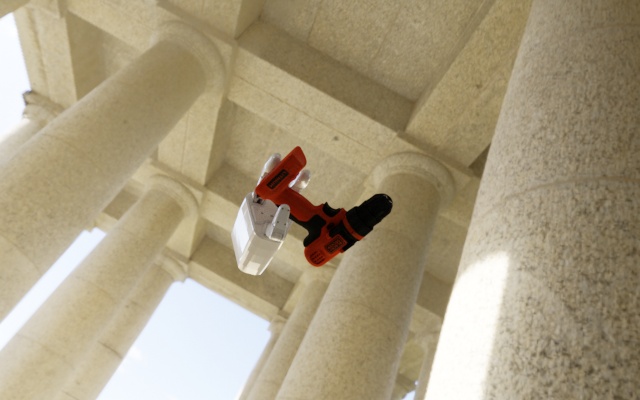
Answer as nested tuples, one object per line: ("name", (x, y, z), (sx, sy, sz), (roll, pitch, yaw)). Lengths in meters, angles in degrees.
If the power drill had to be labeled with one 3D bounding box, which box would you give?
("power drill", (0.000, 0.002, 0.789), (0.184, 0.188, 0.057), (-40, 10, 22))
